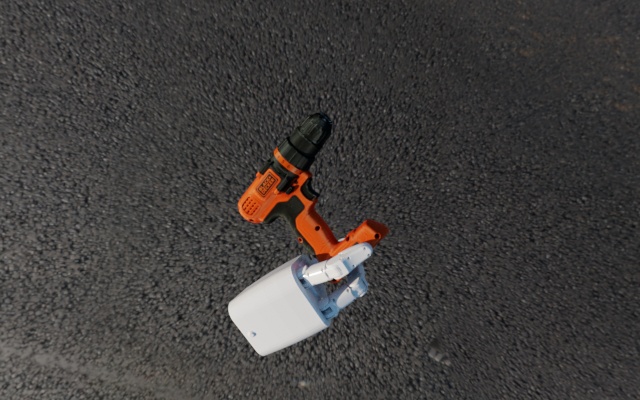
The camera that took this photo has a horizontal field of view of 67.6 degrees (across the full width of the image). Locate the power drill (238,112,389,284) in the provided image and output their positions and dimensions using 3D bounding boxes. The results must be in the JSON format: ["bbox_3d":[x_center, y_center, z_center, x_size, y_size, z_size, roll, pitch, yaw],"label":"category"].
[{"bbox_3d":[0.000,0.003,0.642,0.187,0.184,0.057,45,22,9],"label":"power drill"}]
